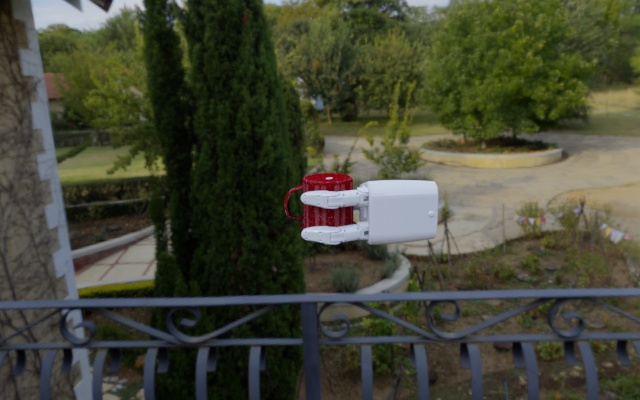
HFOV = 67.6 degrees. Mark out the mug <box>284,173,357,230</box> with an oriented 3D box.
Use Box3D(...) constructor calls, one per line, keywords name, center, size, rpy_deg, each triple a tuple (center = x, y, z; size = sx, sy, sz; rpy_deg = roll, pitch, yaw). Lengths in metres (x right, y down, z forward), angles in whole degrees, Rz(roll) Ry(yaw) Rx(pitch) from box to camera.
Box3D(name="mug", center=(-0.001, 0.002, 0.767), size=(0.117, 0.081, 0.093), rpy_deg=(-2, 14, -5))
